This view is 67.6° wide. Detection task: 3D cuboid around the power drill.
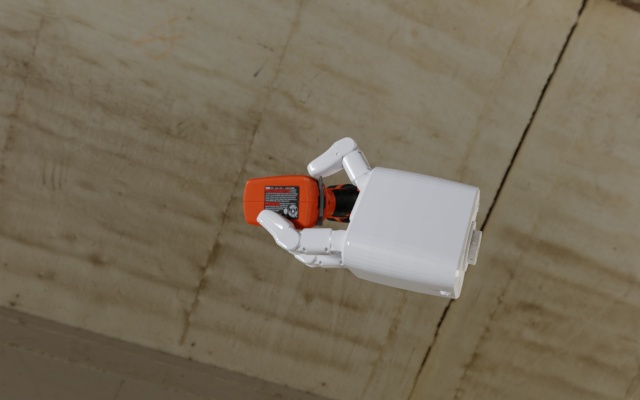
[{"bbox_3d":[0.000,0.002,0.583,0.184,0.057,0.187,-2,-1,40],"label":"power drill"}]
